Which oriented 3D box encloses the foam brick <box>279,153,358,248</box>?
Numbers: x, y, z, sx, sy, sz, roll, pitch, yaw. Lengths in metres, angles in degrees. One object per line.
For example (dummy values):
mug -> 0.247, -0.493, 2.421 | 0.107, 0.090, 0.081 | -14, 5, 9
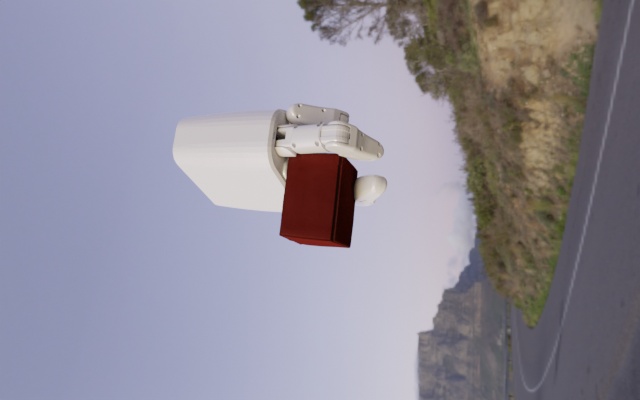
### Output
foam brick -> 0.000, 0.002, 0.433 | 0.051, 0.078, 0.053 | 2, -13, 20
